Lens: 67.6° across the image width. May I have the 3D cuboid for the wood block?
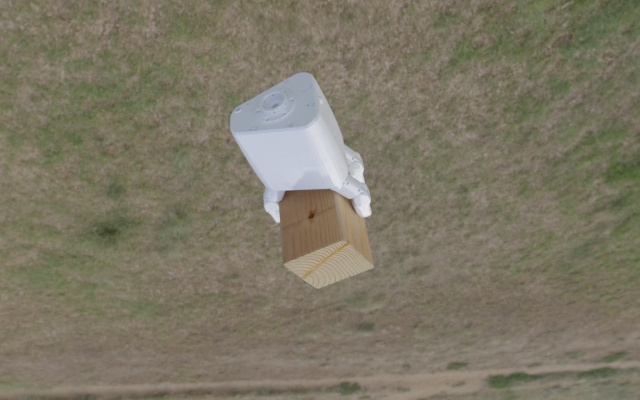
[{"bbox_3d":[0.000,0.002,0.667,0.091,0.206,0.090,-24,-40,20],"label":"wood block"}]
